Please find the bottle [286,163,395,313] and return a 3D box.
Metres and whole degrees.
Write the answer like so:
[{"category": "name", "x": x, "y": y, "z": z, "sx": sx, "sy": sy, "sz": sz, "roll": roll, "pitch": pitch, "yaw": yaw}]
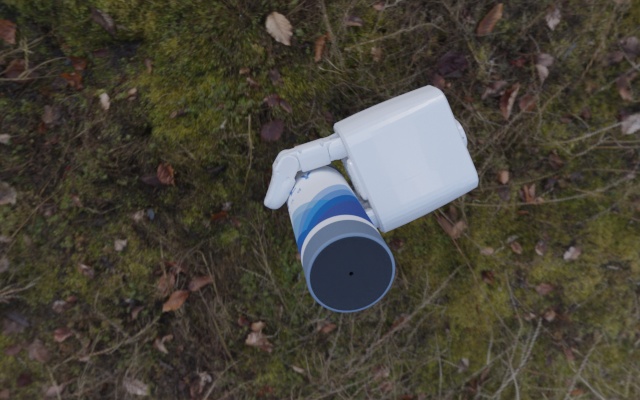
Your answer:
[{"category": "bottle", "x": 0.000, "y": 0.002, "z": 0.483, "sx": 0.069, "sy": 0.069, "sz": 0.295, "roll": 0, "pitch": 21, "yaw": -9}]
